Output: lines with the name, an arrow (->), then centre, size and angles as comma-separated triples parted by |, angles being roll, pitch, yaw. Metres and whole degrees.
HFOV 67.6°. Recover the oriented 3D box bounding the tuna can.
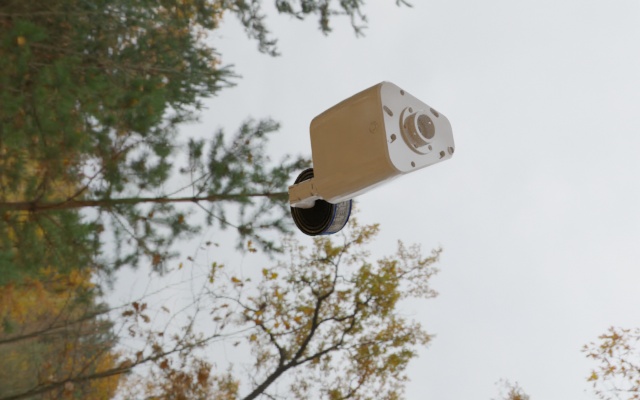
tuna can -> 0.000, 0.002, 0.606 | 0.034, 0.086, 0.086 | 0, 0, -41
